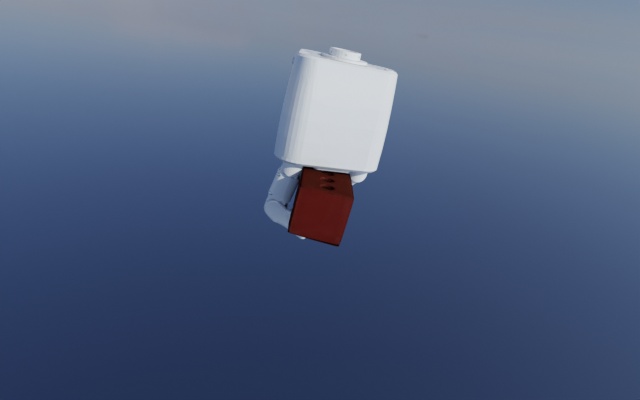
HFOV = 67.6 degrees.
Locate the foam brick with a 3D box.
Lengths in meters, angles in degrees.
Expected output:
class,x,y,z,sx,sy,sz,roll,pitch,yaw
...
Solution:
class,x,y,z,sx,sy,sz,roll,pitch,yaw
foam brick,0.000,0.002,0.478,0.053,0.051,0.078,15,20,-6
